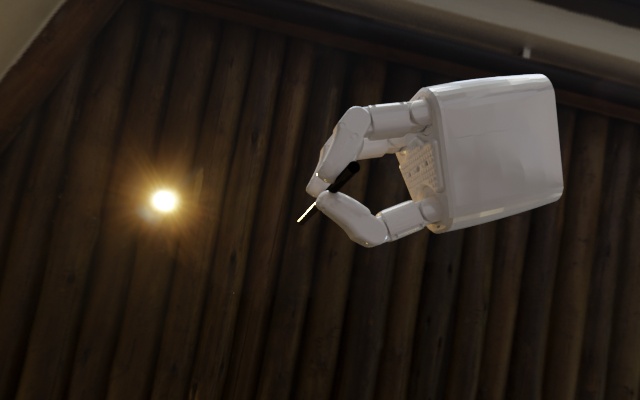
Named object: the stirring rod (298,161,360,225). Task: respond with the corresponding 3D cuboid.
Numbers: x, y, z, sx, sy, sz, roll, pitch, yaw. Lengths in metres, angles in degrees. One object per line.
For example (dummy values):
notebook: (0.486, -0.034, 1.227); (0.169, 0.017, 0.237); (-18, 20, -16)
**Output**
stirring rod: (0.000, 0.001, 0.418); (0.011, 0.011, 0.239); (0, -11, -10)
